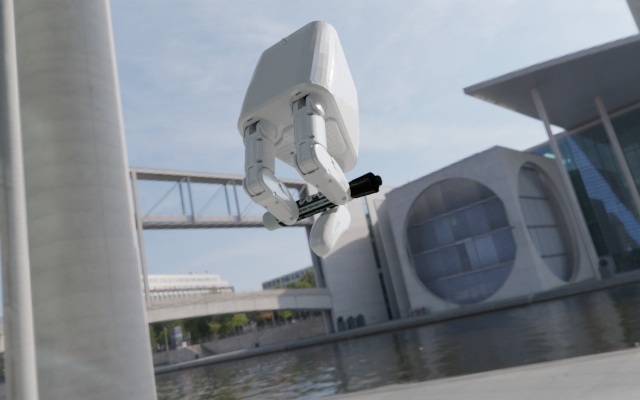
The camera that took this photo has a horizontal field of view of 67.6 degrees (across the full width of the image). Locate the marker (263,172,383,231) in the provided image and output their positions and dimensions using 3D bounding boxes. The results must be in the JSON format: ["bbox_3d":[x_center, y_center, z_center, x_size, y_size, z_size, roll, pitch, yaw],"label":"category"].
[{"bbox_3d":[0.000,0.001,0.425,0.121,0.020,0.020,-21,-11,29],"label":"marker"}]
